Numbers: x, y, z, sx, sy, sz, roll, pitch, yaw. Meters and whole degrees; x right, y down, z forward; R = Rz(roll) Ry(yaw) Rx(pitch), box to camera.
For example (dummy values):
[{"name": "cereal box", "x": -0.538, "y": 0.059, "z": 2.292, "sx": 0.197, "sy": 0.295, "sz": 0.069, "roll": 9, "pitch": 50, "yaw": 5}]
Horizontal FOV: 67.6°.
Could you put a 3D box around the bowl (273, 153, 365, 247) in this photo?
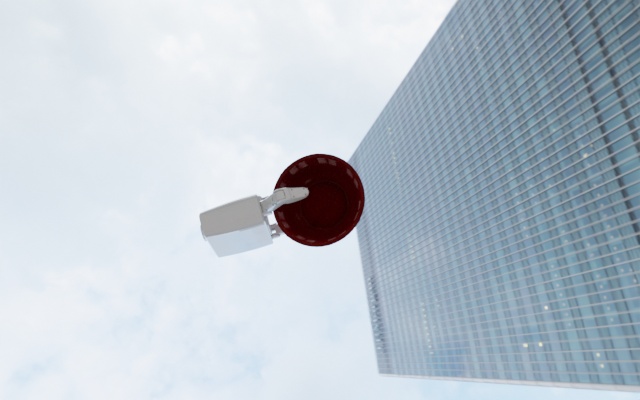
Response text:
[{"name": "bowl", "x": 0.002, "y": 0.003, "z": 0.830, "sx": 0.162, "sy": 0.162, "sz": 0.055, "roll": 0, "pitch": -11, "yaw": 13}]
